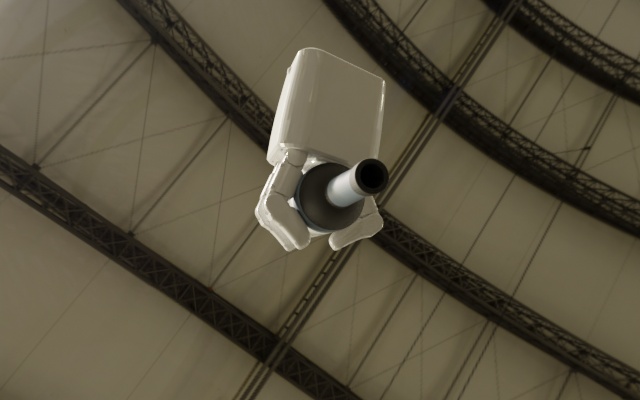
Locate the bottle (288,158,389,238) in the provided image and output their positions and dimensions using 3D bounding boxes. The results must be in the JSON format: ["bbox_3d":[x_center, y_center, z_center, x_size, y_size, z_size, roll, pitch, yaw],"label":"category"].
[{"bbox_3d":[0.000,0.002,0.492,0.069,0.069,0.296,0,-8,-15],"label":"bottle"}]
